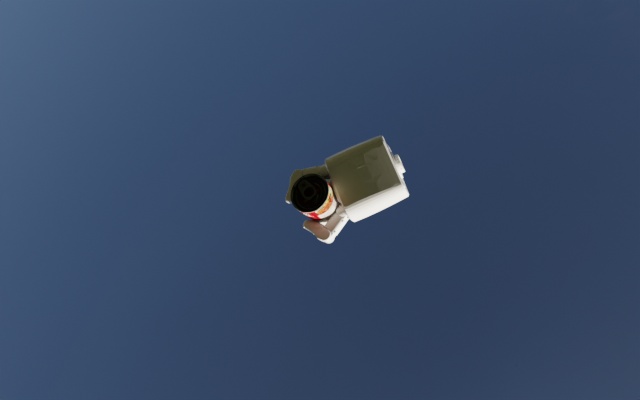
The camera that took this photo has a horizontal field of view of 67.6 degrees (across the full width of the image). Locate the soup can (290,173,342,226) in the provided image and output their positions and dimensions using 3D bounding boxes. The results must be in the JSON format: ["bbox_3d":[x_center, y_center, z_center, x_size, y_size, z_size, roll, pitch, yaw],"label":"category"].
[{"bbox_3d":[0.000,0.003,0.820,0.068,0.068,0.102,0,-18,22],"label":"soup can"}]
